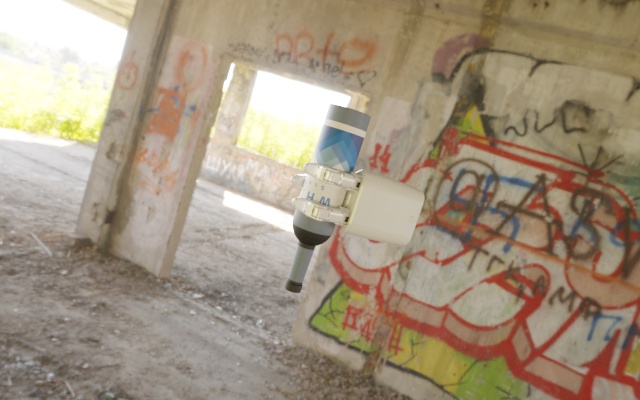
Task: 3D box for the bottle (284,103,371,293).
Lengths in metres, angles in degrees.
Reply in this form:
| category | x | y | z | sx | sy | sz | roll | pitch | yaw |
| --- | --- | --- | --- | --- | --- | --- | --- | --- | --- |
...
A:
| category | x | y | z | sx | sy | sz | roll | pitch | yaw |
| --- | --- | --- | --- | --- | --- | --- | --- | --- | --- |
| bottle | 0.000 | 0.002 | 0.740 | 0.069 | 0.296 | 0.069 | 18 | 7 | -2 |
